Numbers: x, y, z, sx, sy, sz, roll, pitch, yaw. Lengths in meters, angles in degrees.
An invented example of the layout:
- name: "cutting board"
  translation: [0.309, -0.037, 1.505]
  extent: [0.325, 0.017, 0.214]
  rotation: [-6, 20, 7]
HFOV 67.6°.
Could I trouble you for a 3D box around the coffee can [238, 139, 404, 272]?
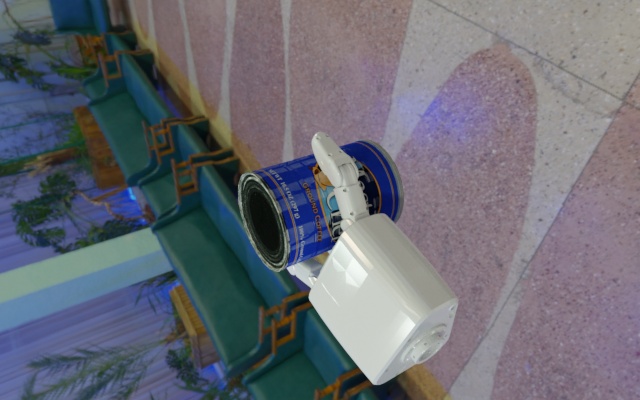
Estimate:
- name: "coffee can"
  translation: [0.000, 0.001, 0.497]
  extent: [0.140, 0.103, 0.103]
  rotation: [-19, 9, -28]
